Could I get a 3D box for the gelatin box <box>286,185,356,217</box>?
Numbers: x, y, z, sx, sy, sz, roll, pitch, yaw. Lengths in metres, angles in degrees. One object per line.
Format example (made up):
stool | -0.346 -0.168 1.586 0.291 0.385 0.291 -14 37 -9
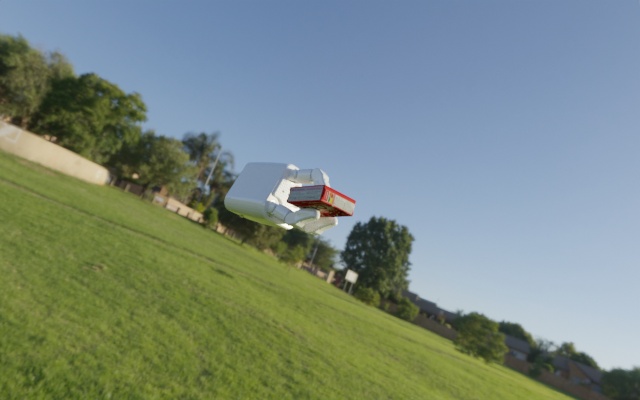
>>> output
gelatin box | 0.000 0.002 0.773 0.073 0.030 0.089 27 -19 -38
